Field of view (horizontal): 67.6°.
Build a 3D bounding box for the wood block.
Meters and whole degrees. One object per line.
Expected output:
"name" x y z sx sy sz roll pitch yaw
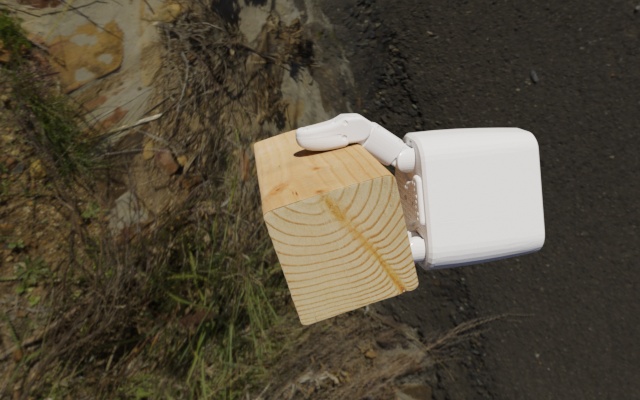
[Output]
"wood block" 0.000 0.001 0.413 0.090 0.091 0.206 -17 21 -4
